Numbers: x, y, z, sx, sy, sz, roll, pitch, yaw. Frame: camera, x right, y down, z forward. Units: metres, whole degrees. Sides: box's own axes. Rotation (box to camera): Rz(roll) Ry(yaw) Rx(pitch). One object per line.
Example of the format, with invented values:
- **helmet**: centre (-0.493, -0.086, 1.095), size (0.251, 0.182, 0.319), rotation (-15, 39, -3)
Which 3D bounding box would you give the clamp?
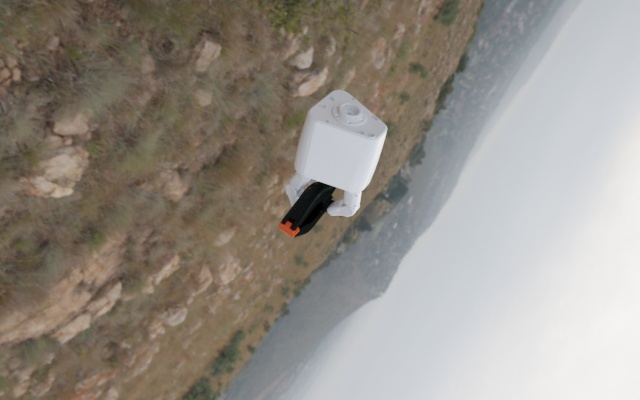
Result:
- **clamp**: centre (0.001, 0.003, 0.800), size (0.036, 0.165, 0.210), rotation (30, 49, 16)
